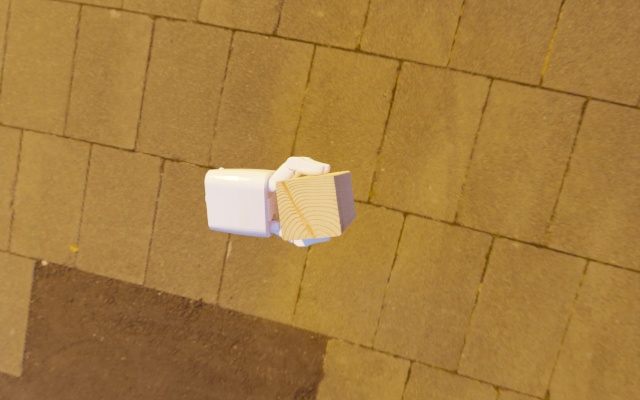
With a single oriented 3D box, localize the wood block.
[{"bbox_3d":[0.000,0.003,0.788,0.090,0.091,0.206,-6,4,11],"label":"wood block"}]
